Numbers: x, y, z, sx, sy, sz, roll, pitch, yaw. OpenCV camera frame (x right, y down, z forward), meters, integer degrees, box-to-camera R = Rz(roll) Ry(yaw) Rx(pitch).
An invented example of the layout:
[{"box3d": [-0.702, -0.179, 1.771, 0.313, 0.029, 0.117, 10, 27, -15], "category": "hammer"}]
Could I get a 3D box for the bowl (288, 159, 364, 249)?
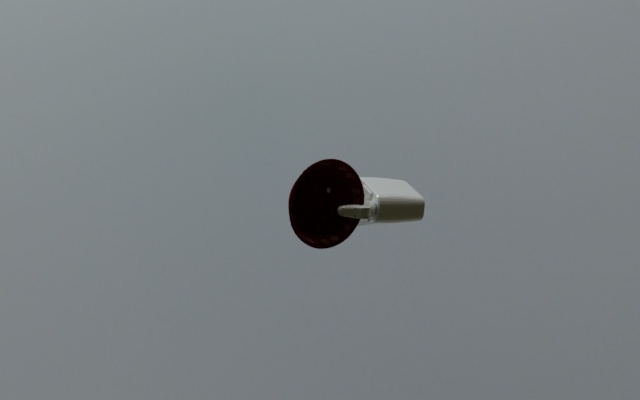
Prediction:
[{"box3d": [-0.001, 0.002, 0.861, 0.162, 0.162, 0.055, 0, 10, -35], "category": "bowl"}]
